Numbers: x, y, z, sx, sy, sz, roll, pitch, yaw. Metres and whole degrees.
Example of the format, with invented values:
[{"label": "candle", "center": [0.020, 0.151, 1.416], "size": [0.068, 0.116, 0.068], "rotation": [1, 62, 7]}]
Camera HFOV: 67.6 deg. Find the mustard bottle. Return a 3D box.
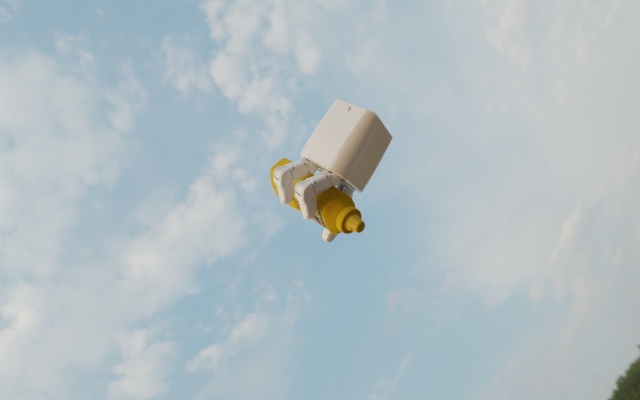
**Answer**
[{"label": "mustard bottle", "center": [0.000, 0.003, 0.751], "size": [0.058, 0.096, 0.191], "rotation": [-41, 43, -18]}]
